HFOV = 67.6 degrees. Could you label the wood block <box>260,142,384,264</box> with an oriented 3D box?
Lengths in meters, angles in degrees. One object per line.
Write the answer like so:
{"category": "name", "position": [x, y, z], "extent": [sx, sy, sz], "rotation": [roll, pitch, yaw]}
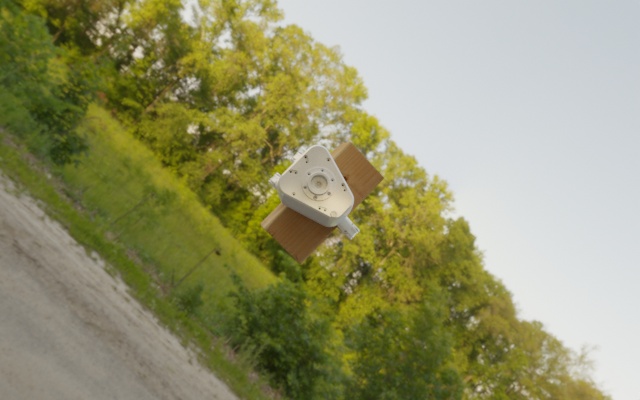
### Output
{"category": "wood block", "position": [0.001, 0.003, 0.841], "extent": [0.206, 0.091, 0.090], "rotation": [-45, 9, -6]}
